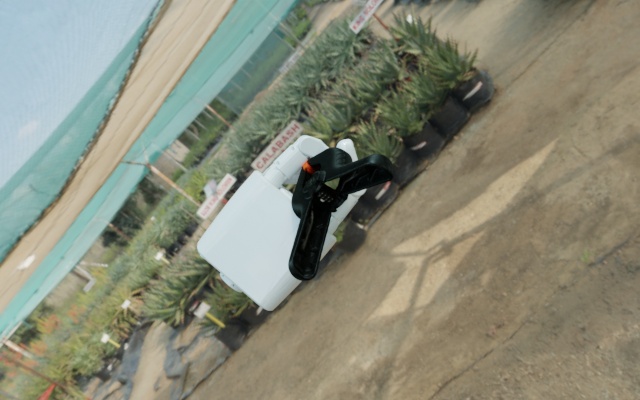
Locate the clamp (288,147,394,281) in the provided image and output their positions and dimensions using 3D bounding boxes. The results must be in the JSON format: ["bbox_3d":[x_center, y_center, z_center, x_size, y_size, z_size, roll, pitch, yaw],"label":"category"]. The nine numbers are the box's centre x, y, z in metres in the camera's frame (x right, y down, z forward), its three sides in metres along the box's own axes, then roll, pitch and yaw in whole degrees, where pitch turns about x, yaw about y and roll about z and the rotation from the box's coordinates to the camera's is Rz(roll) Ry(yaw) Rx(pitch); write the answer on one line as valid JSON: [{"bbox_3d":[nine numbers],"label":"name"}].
[{"bbox_3d":[0.000,0.001,0.440,0.039,0.120,0.171,40,0,-16],"label":"clamp"}]
